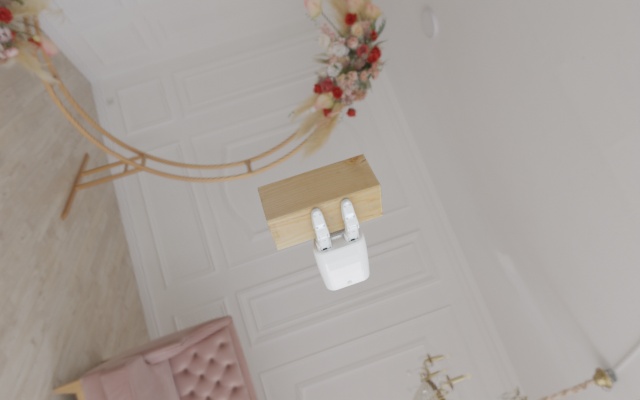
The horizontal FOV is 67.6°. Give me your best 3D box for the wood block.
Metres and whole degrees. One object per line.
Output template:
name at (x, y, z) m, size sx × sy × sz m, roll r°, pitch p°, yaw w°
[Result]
wood block at (0.000, 0.003, 0.880) m, size 0.206 × 0.090 × 0.090 m, roll -18°, pitch -42°, yaw -5°
